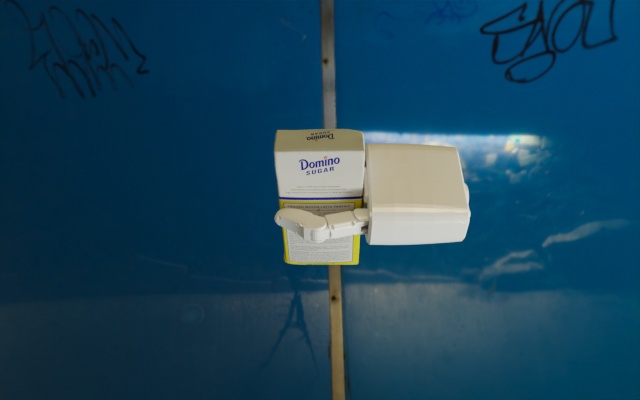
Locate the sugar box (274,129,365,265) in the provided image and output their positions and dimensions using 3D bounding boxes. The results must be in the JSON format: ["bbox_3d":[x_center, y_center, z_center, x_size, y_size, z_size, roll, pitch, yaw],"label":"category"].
[{"bbox_3d":[0.000,0.001,0.543,0.093,0.176,0.048,0,41,0],"label":"sugar box"}]
